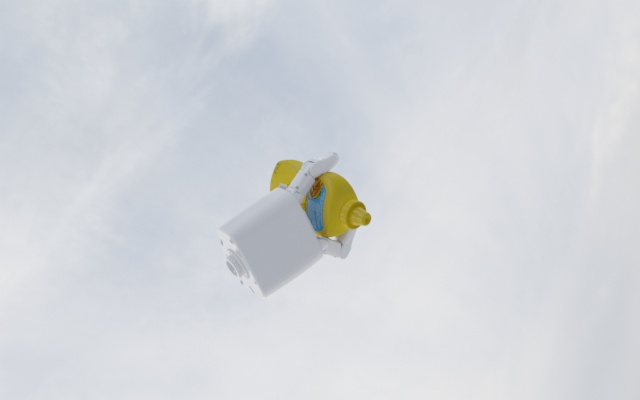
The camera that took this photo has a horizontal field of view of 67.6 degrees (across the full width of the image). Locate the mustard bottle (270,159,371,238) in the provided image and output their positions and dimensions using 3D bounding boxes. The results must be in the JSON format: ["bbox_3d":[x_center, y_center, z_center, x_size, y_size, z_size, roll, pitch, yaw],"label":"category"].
[{"bbox_3d":[0.000,0.002,0.706,0.058,0.096,0.191,-8,19,-40],"label":"mustard bottle"}]
